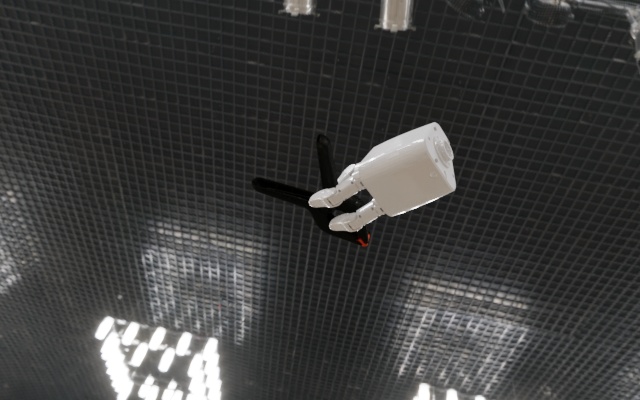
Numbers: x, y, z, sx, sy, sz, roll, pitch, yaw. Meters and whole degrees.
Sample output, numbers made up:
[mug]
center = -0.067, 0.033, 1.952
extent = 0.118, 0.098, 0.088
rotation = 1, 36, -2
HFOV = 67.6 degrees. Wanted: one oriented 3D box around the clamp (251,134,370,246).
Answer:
[clamp]
center = 0.001, 0.002, 0.768
extent = 0.164, 0.210, 0.036
rotation = -21, 32, 34
